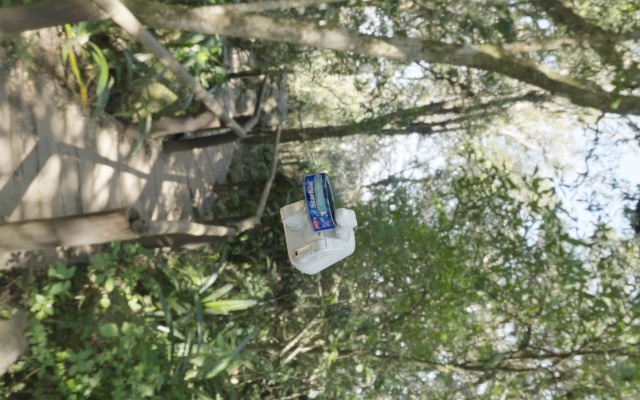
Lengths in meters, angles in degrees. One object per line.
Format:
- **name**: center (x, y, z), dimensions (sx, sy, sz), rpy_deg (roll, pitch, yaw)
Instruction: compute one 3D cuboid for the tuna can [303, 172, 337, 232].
- **tuna can**: center (0.001, 0.002, 0.704), dimensions (0.034, 0.086, 0.086), rpy_deg (-10, -1, 8)
